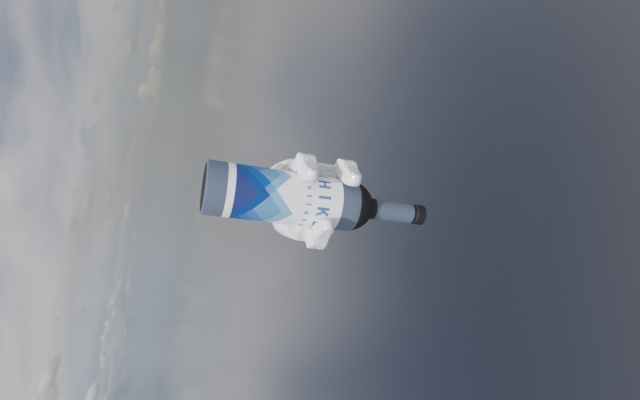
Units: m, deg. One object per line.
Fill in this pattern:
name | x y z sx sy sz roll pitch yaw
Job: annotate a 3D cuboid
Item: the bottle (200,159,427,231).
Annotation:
bottle | 0.000 0.002 0.611 0.296 0.069 0.069 8 -2 -18
